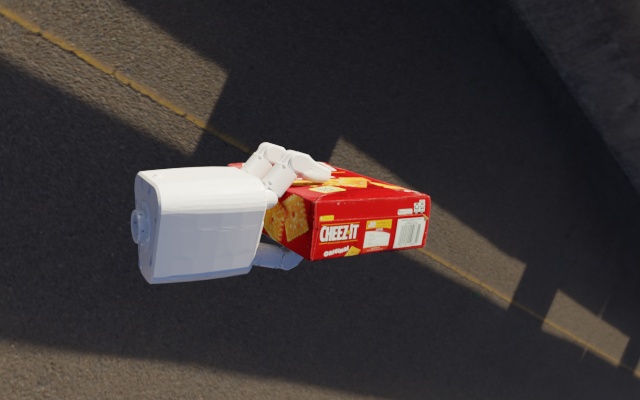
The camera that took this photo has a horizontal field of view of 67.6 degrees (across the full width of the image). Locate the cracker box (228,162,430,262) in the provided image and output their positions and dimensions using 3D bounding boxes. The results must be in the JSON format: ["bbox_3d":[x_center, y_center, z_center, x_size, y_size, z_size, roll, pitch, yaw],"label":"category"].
[{"bbox_3d":[0.000,0.002,0.585,0.164,0.072,0.213,-3,16,-34],"label":"cracker box"}]
